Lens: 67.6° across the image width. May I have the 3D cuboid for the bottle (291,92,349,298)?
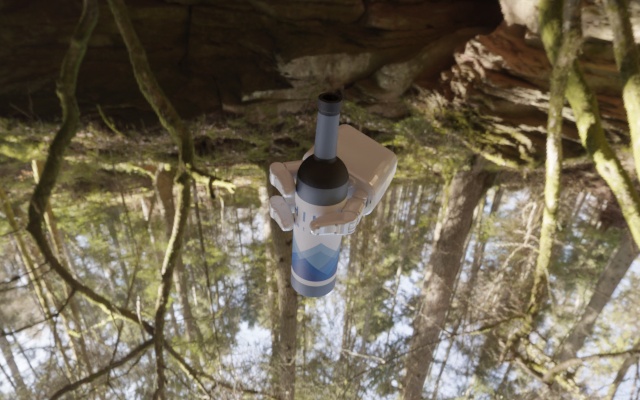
[{"bbox_3d":[0.000,0.002,0.622,0.069,0.296,0.069,3,37,-3],"label":"bottle"}]
